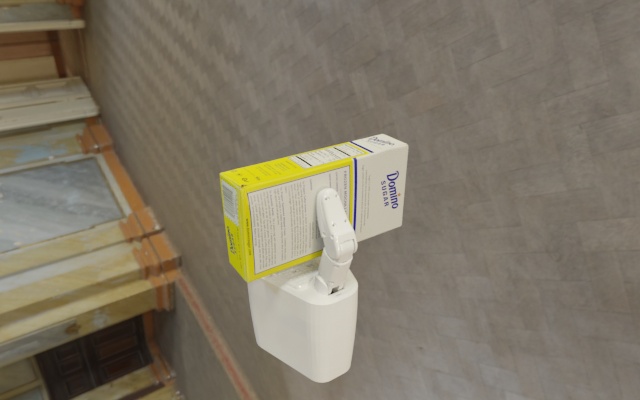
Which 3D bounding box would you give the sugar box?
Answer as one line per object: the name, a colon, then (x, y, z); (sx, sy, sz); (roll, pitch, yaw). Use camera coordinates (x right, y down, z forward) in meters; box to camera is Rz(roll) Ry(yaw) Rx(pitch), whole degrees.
sugar box: (0.000, 0.001, 0.444); (0.176, 0.093, 0.048); (-18, 32, -31)
